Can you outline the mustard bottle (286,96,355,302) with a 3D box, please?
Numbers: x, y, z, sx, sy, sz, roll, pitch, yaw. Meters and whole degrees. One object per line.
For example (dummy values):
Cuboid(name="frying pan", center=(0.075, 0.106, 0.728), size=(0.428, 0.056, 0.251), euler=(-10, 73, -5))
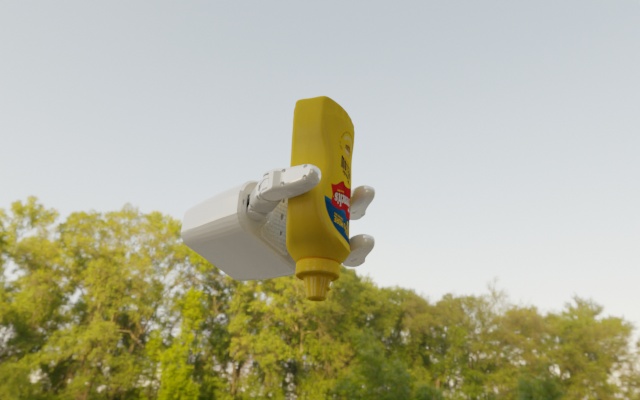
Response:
Cuboid(name="mustard bottle", center=(0.000, 0.001, 0.466), size=(0.058, 0.191, 0.096), euler=(-4, -25, 17))
